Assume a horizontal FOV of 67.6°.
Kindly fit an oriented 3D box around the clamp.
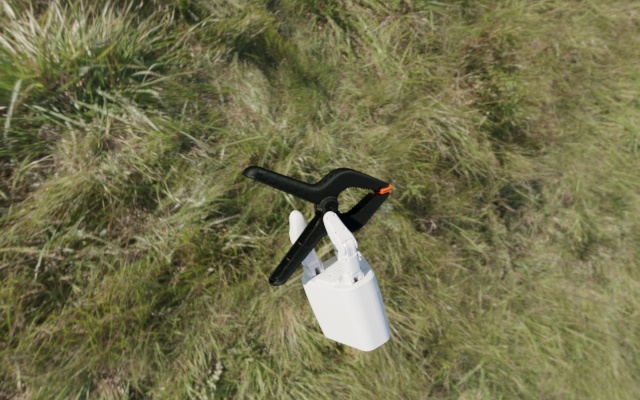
[{"bbox_3d":[0.001,0.002,0.644,0.210,0.165,0.036,-25,21,-19],"label":"clamp"}]
